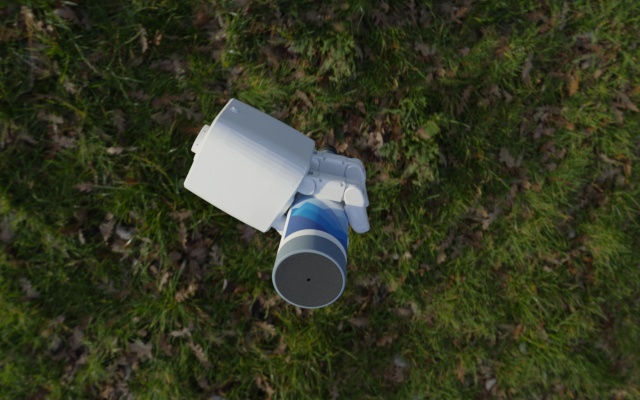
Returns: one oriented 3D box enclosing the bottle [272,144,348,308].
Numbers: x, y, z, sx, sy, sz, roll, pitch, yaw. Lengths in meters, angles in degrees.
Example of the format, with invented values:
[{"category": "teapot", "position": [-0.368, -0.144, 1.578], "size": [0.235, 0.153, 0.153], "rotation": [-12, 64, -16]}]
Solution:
[{"category": "bottle", "position": [0.000, 0.002, 0.557], "size": [0.069, 0.069, 0.295], "rotation": [0, 28, 5]}]
